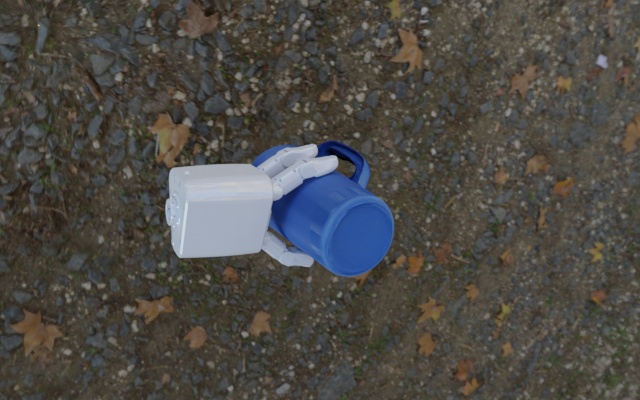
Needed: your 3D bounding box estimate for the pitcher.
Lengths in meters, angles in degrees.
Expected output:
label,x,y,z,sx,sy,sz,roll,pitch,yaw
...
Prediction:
label,x,y,z,sx,sy,sz,roll,pitch,yaw
pitcher,0.000,0.002,0.675,0.145,0.149,0.242,-2,18,-29
